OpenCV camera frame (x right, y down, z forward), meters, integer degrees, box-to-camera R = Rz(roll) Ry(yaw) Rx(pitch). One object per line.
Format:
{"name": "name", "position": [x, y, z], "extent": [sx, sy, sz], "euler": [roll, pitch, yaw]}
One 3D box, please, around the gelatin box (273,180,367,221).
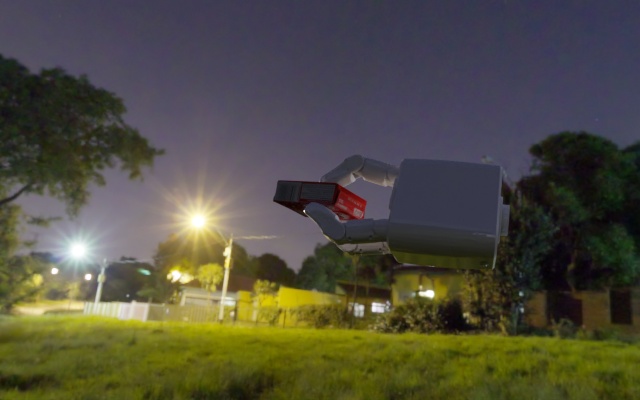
{"name": "gelatin box", "position": [0.000, 0.001, 0.575], "extent": [0.089, 0.030, 0.073], "euler": [4, -14, 33]}
